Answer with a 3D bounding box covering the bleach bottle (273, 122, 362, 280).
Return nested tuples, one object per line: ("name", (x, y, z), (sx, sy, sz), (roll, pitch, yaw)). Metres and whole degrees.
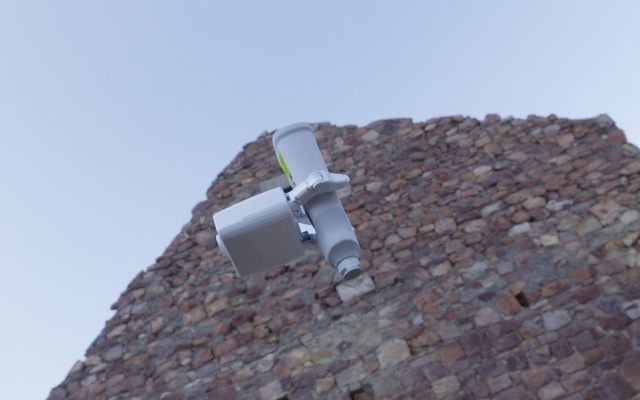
("bleach bottle", (0.000, 0.002, 0.717), (0.068, 0.250, 0.103), (-21, -34, -6))
